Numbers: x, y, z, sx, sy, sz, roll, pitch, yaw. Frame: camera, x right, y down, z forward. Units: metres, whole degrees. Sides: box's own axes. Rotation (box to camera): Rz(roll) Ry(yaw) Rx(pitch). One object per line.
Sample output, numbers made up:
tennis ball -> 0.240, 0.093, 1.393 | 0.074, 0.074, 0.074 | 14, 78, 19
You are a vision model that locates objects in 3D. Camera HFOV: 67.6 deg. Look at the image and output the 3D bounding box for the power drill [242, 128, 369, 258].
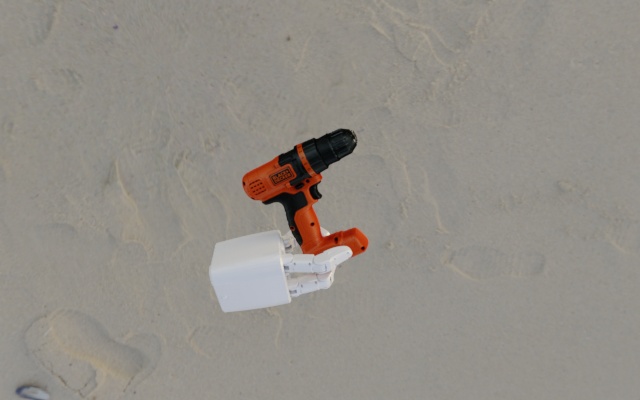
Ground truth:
power drill -> 0.000, 0.003, 0.720 | 0.184, 0.188, 0.057 | -24, 15, 15
